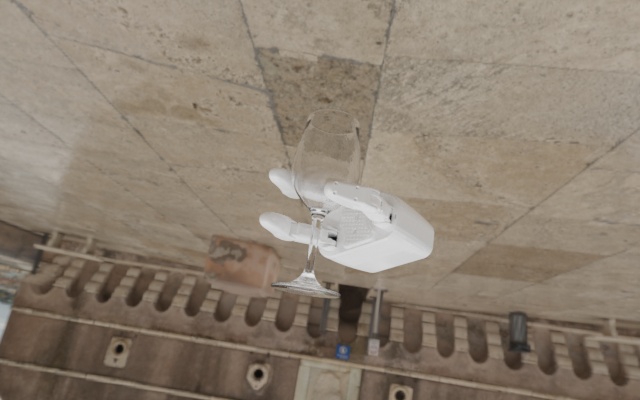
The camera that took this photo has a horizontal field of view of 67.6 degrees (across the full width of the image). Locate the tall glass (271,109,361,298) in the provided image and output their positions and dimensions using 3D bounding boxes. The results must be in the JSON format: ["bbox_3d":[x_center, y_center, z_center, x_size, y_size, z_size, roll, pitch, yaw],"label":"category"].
[{"bbox_3d":[0.000,0.002,0.529,0.079,0.201,0.079,9,-17,3],"label":"tall glass"}]
